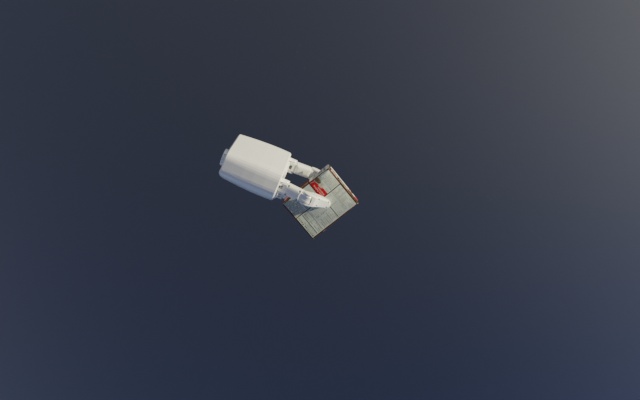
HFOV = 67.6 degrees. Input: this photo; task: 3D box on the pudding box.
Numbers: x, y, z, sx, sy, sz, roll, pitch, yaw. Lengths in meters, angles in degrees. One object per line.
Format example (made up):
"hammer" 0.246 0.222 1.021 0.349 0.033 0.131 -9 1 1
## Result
"pudding box" 0.000 0.003 0.889 0.113 0.090 0.039 -38 10 10
